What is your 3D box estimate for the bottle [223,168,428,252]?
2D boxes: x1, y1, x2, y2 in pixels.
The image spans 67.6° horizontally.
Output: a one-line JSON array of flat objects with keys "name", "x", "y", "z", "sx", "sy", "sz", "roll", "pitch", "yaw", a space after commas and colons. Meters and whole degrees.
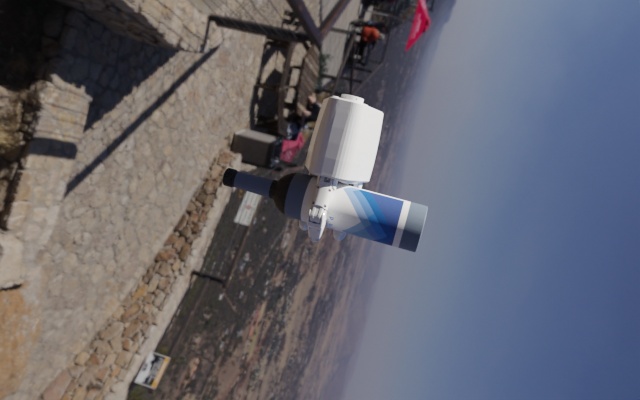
[{"name": "bottle", "x": 0.000, "y": 0.002, "z": 0.686, "sx": 0.295, "sy": 0.069, "sz": 0.069, "roll": 15, "pitch": 2, "yaw": 9}]
